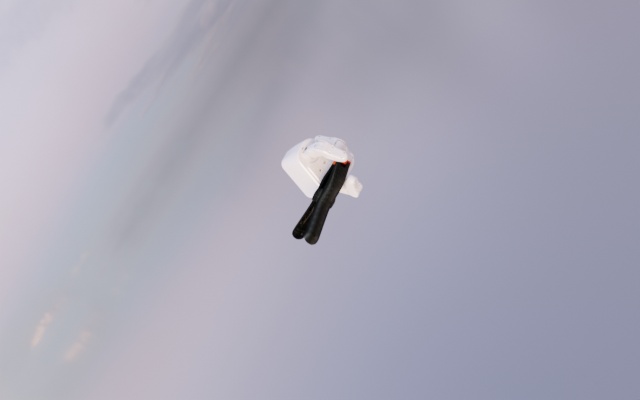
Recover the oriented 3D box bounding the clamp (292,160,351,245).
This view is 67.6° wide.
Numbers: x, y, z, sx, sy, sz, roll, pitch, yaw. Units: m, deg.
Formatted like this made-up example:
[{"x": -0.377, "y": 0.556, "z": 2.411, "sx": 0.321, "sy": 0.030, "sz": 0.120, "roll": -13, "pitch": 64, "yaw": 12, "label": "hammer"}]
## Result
[{"x": 0.000, "y": 0.002, "z": 0.850, "sx": 0.039, "sy": 0.171, "sz": 0.120, "roll": 33, "pitch": -17, "yaw": -18, "label": "clamp"}]
